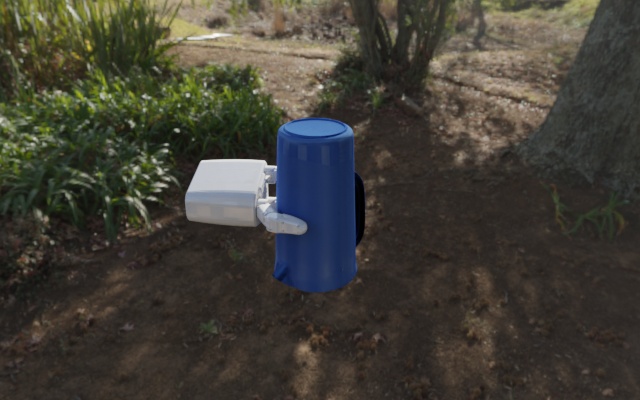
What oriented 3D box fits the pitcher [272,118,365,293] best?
[{"bbox_3d":[0.000,0.002,0.727,0.145,0.243,0.149,2,26,3],"label":"pitcher"}]
